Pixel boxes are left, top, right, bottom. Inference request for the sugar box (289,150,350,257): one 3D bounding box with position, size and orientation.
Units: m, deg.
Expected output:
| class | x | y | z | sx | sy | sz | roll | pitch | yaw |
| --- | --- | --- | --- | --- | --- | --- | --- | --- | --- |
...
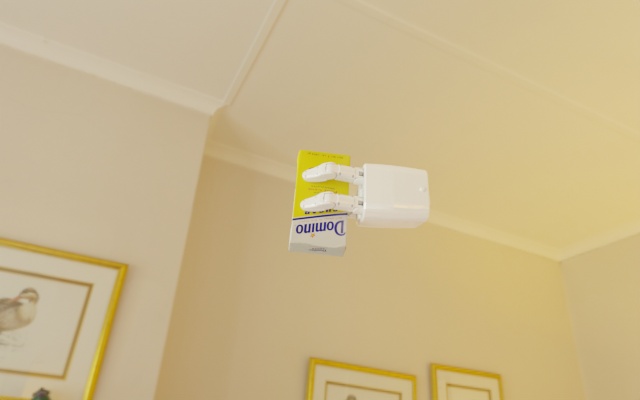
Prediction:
| class | x | y | z | sx | sy | sz | roll | pitch | yaw |
| --- | --- | --- | --- | --- | --- | --- | --- | --- | --- |
| sugar box | 0.000 | 0.002 | 0.807 | 0.093 | 0.176 | 0.048 | 5 | -29 | -4 |
